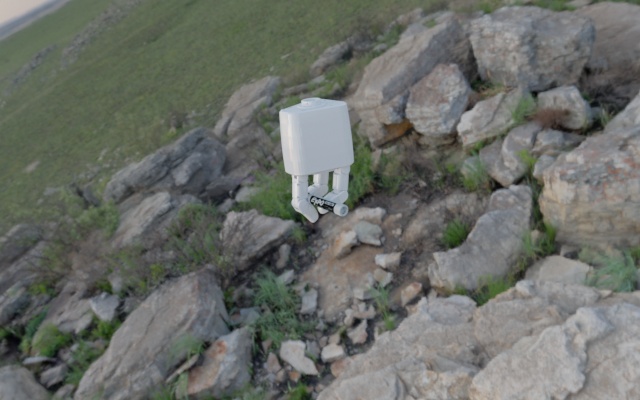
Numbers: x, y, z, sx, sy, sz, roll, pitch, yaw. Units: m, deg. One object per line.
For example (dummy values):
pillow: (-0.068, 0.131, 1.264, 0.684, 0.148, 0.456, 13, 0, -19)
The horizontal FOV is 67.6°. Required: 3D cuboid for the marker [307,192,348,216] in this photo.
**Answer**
marker: (0.000, 0.003, 0.803, 0.020, 0.020, 0.121, 0, 13, -39)
